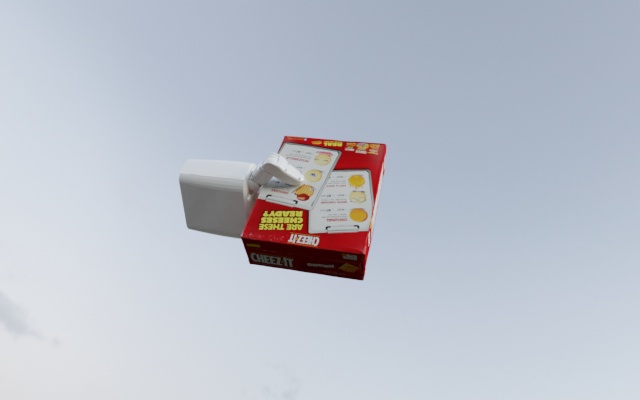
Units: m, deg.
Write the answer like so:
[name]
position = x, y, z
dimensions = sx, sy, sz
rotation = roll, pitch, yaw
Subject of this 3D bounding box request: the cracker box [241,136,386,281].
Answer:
[cracker box]
position = 0.000, 0.002, 0.689
dimensions = 0.164, 0.213, 0.072
rotation = 6, -42, 12
